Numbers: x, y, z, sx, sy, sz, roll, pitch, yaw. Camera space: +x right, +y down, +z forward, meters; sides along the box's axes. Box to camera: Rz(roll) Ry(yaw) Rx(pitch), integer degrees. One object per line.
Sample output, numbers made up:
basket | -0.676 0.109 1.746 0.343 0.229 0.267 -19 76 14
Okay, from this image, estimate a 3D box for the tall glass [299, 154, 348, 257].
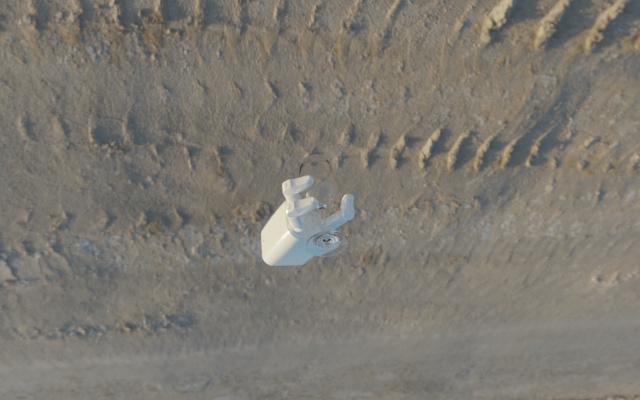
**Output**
tall glass | 0.000 0.003 0.896 0.079 0.200 0.079 -5 -41 -4
